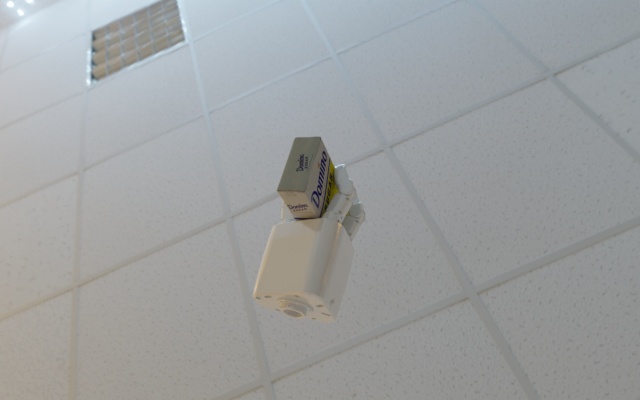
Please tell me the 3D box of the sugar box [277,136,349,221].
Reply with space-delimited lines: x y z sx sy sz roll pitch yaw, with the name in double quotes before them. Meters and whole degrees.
"sugar box" 0.001 0.002 0.675 0.048 0.093 0.176 2 -34 21
